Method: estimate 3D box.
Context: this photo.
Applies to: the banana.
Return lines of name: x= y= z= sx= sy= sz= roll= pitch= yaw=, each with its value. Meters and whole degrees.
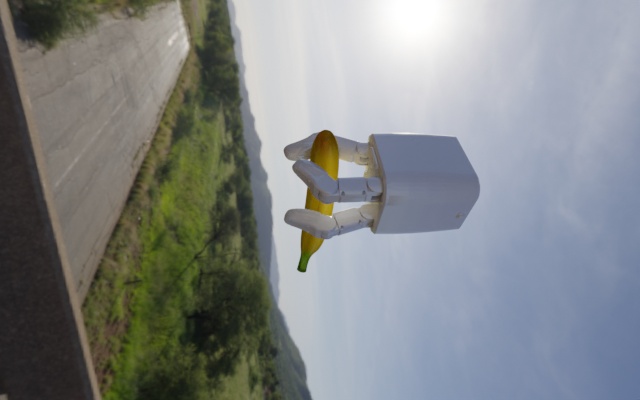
banana: x=0.000 y=-0.005 z=0.580 sx=0.037 sy=0.198 sz=0.069 roll=7 pitch=33 yaw=-2
